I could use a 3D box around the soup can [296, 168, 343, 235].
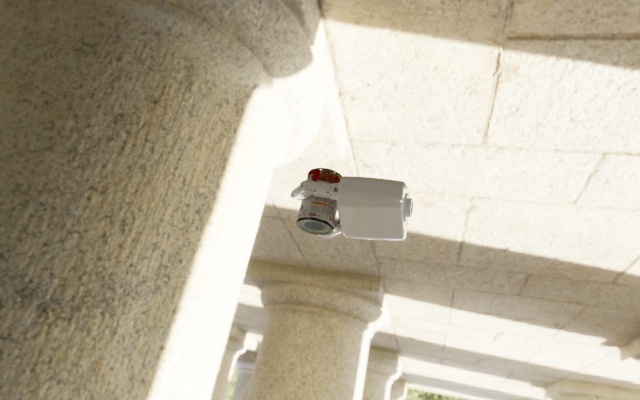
[{"bbox_3d":[0.000,0.003,0.845,0.068,0.102,0.068,10,-26,5],"label":"soup can"}]
